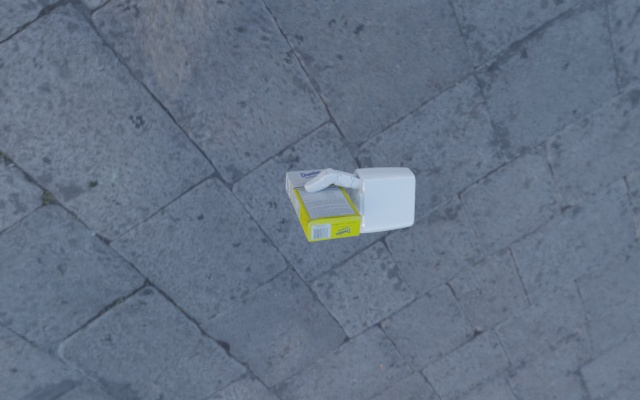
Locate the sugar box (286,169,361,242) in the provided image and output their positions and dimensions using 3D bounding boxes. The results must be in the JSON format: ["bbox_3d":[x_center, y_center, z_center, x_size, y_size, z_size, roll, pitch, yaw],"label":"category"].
[{"bbox_3d":[0.000,0.003,0.861,0.093,0.048,0.176,-5,30,-14],"label":"sugar box"}]
